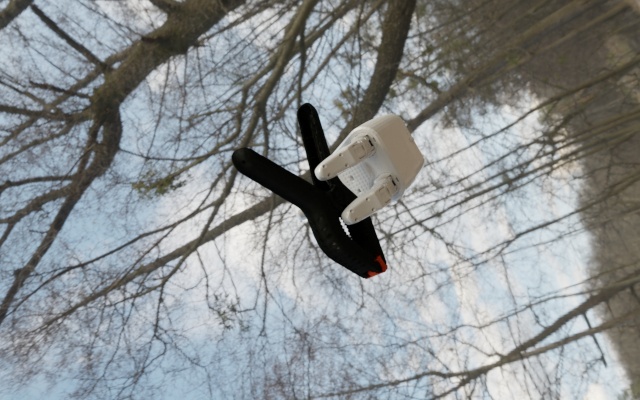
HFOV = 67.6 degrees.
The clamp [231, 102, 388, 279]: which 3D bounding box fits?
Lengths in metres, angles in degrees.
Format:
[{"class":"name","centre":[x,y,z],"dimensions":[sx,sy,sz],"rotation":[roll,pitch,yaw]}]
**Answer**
[{"class":"clamp","centre":[0.000,0.002,0.512],"dimensions":[0.036,0.210,0.164],"rotation":[-28,6,35]}]
